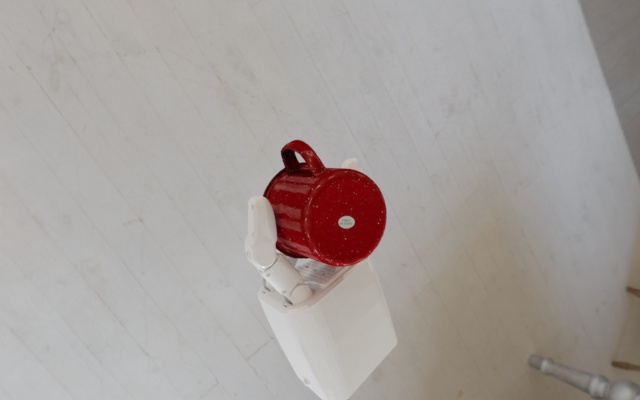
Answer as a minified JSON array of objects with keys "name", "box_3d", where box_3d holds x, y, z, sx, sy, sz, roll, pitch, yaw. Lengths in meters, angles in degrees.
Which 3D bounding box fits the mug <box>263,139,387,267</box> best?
[{"name":"mug","box_3d":[0.000,0.000,0.417,0.093,0.117,0.081,-28,16,-23]}]
